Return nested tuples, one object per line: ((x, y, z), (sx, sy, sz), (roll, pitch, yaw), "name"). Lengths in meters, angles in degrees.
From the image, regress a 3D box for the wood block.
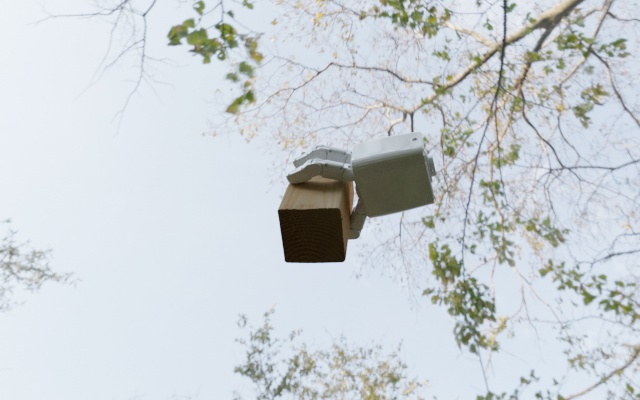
((0.001, 0.003, 0.749), (0.090, 0.091, 0.206), (-2, 27, 9), "wood block")
